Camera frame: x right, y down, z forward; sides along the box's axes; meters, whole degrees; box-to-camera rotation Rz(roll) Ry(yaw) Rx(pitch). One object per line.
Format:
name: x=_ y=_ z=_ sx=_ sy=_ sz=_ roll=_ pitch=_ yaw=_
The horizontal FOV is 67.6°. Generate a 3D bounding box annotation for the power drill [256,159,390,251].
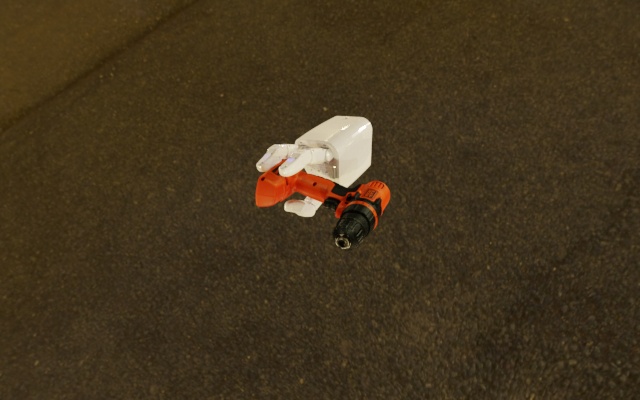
power drill: x=0.000 y=0.002 z=0.727 sx=0.187 sy=0.057 sz=0.184 roll=19 pitch=27 yaw=15
